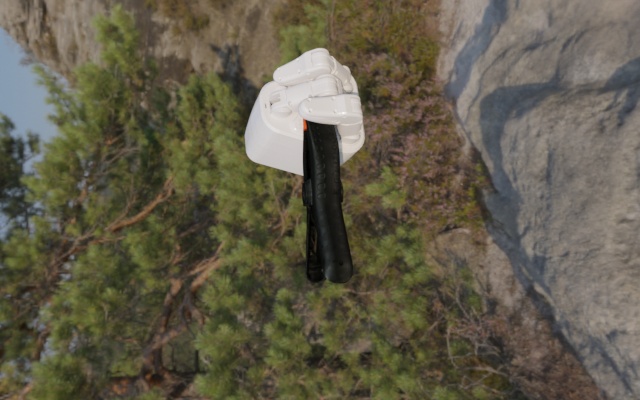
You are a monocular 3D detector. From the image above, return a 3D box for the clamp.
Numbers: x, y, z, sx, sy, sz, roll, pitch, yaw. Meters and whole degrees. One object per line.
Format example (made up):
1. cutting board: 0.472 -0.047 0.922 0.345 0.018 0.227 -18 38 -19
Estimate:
1. clamp: -0.001 0.001 0.459 0.039 0.171 0.120 2 -18 -16
